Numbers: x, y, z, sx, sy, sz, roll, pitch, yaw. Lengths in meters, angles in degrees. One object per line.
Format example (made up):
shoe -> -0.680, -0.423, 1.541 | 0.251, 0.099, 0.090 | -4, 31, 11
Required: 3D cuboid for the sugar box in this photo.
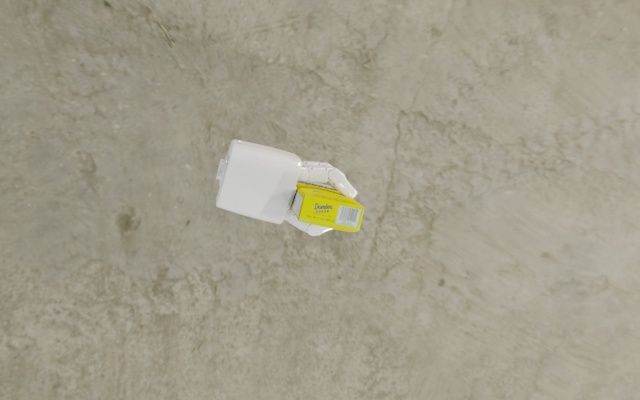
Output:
sugar box -> 0.000, 0.002, 0.759 | 0.093, 0.048, 0.176 | 12, 11, -14
